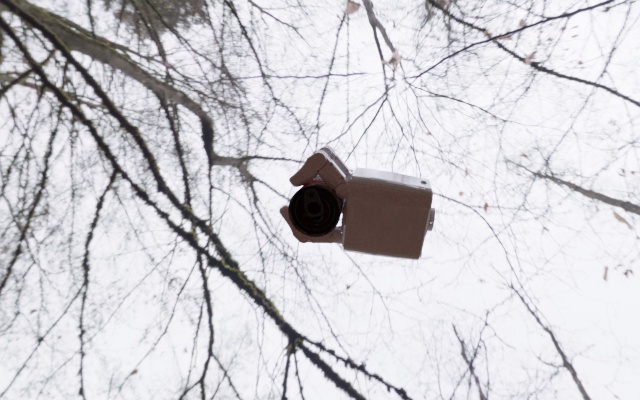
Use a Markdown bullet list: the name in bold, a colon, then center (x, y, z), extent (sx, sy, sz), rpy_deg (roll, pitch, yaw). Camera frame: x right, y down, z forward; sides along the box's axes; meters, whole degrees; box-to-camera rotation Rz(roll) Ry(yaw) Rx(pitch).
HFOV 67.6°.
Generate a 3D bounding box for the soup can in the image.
- **soup can**: center (0.000, 0.002, 0.652), extent (0.068, 0.068, 0.102), rpy_deg (0, 14, 9)
